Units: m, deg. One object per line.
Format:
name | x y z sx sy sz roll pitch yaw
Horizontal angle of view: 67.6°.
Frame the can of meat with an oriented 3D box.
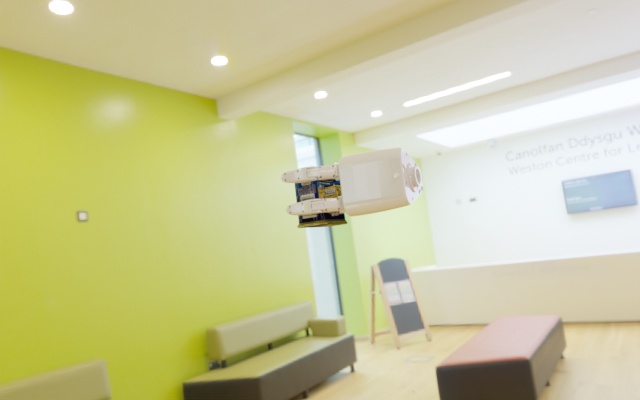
can of meat | 0.000 0.002 0.828 0.057 0.084 0.102 -10 -6 31
